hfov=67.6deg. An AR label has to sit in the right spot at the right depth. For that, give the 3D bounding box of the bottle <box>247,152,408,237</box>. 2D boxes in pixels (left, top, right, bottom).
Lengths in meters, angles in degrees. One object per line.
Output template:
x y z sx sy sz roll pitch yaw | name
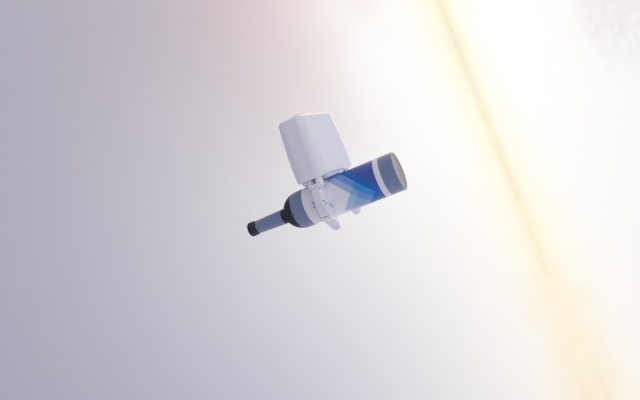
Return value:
0.000 0.003 0.822 0.296 0.069 0.069 -22 -8 21 | bottle
